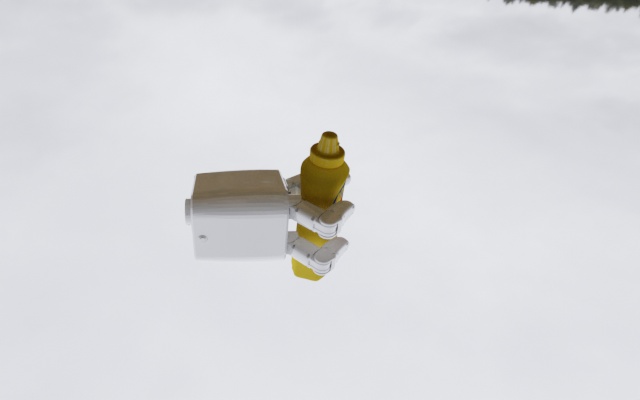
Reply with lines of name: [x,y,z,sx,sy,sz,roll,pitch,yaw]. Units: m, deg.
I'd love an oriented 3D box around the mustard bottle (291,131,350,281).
mustard bottle: [0.000,0.002,0.591,0.058,0.192,0.096,14,37,9]
